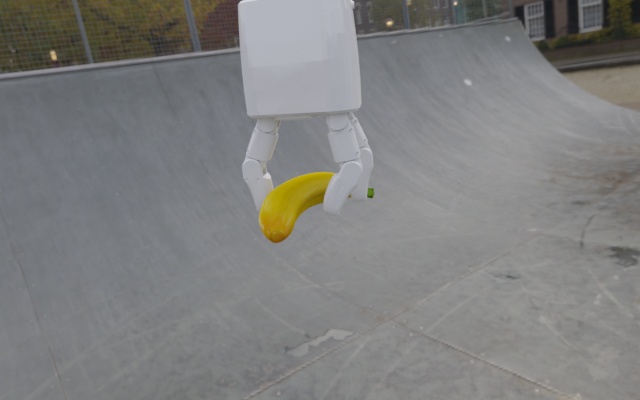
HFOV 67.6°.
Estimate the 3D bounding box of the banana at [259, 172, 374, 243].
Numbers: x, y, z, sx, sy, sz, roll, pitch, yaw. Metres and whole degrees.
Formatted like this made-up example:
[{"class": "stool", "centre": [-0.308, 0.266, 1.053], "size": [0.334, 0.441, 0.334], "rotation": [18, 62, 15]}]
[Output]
[{"class": "banana", "centre": [-0.014, -0.002, 0.497], "size": [0.069, 0.037, 0.197], "rotation": [9, 18, 30]}]
